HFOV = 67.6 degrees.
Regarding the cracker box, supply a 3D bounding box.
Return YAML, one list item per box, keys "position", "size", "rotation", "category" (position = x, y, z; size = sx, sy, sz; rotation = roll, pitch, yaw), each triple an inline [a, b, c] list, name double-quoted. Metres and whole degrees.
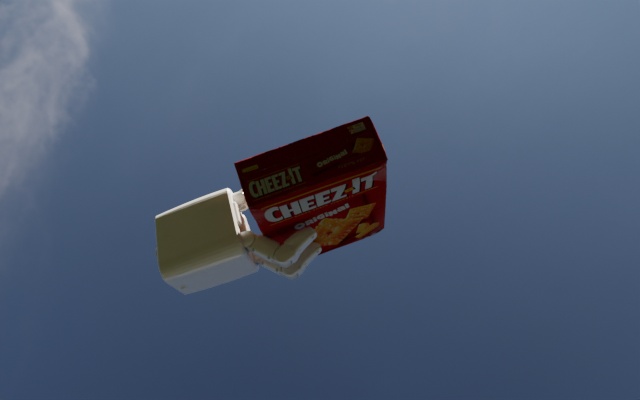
- position: [0.000, 0.002, 0.618]
  size: [0.164, 0.072, 0.214]
  rotation: [-20, -25, -3]
  category: "cracker box"
